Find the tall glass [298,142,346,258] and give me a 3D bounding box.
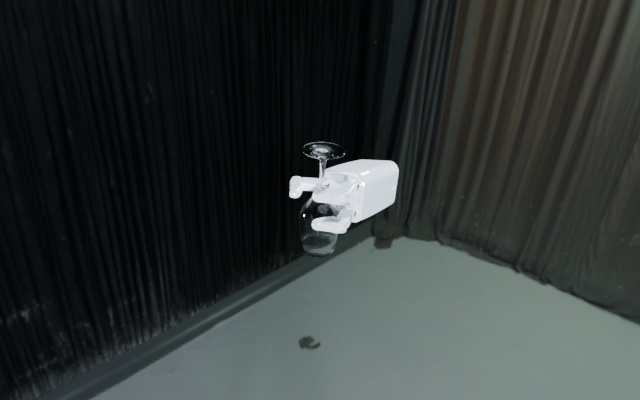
[{"bbox_3d":[0.000,0.002,0.850,0.079,0.201,0.079,3,28,-2],"label":"tall glass"}]
